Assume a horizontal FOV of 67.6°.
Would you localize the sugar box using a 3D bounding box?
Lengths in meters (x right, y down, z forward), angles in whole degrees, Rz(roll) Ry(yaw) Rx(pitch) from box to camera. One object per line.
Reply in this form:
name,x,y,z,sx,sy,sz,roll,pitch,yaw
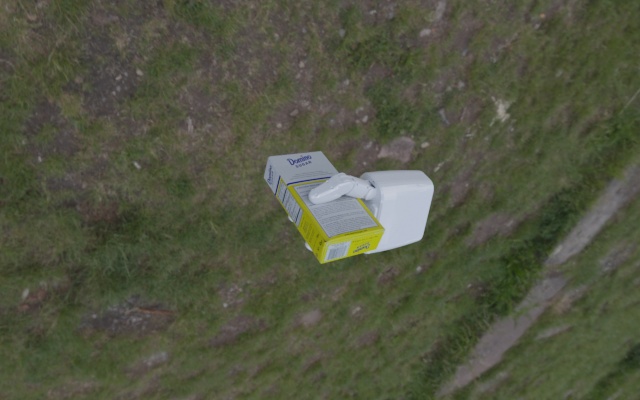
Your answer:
sugar box,0.000,0.003,0.659,0.093,0.048,0.176,-9,43,-31
